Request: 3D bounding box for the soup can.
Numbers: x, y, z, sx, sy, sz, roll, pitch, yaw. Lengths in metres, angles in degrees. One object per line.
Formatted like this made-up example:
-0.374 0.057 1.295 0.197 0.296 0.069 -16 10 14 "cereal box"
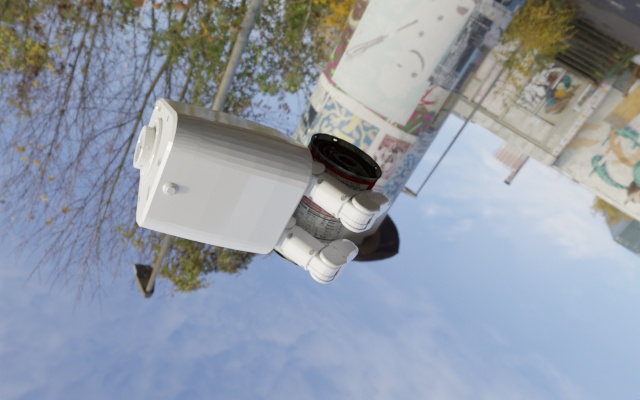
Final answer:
0.000 0.002 0.424 0.068 0.102 0.068 24 26 -12 "soup can"
